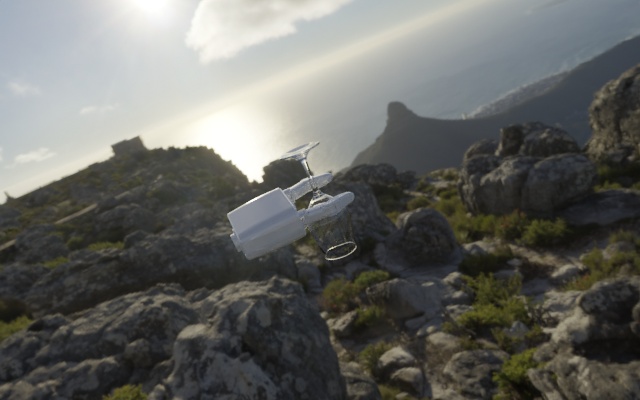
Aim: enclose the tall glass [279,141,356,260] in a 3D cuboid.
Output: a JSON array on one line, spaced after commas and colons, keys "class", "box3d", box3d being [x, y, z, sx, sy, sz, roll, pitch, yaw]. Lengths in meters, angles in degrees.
[{"class": "tall glass", "box3d": [0.000, 0.002, 0.836, 0.079, 0.201, 0.079, -21, 15, 6]}]
